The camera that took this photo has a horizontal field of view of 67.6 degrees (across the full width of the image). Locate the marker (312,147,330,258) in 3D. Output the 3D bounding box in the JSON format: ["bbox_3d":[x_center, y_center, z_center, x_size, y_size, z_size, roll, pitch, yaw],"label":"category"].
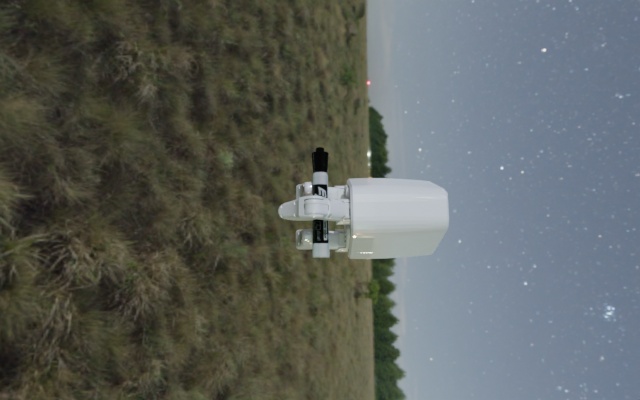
[{"bbox_3d":[0.000,0.002,0.523,0.020,0.121,0.020,0,-7,0],"label":"marker"}]
